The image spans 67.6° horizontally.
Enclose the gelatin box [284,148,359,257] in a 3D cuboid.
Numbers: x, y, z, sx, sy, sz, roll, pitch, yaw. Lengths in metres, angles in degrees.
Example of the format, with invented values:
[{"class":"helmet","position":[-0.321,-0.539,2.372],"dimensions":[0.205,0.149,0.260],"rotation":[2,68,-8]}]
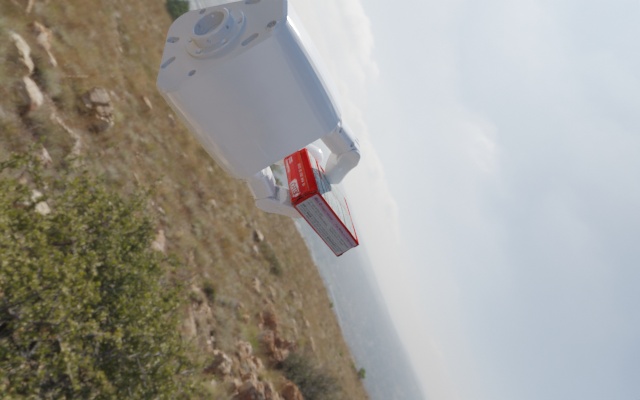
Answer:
[{"class":"gelatin box","position":[0.001,0.002,0.475],"dimensions":[0.030,0.073,0.089],"rotation":[-30,-51,13]}]
